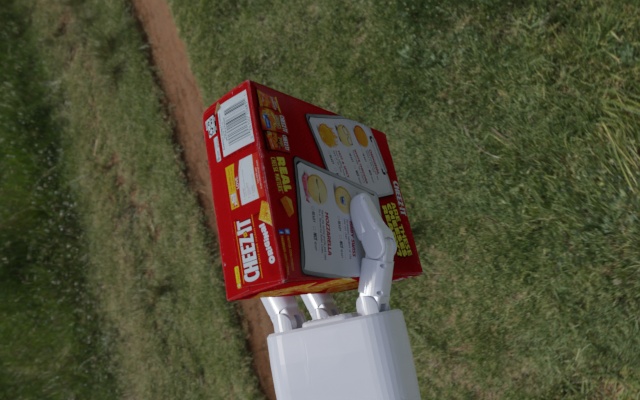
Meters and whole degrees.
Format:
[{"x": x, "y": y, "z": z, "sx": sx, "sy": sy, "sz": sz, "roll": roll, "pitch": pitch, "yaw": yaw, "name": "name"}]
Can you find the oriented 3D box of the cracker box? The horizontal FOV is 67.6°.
[{"x": 0.000, "y": 0.001, "z": 0.447, "sx": 0.072, "sy": 0.164, "sz": 0.214, "roll": -23, "pitch": -19, "yaw": 34, "name": "cracker box"}]
